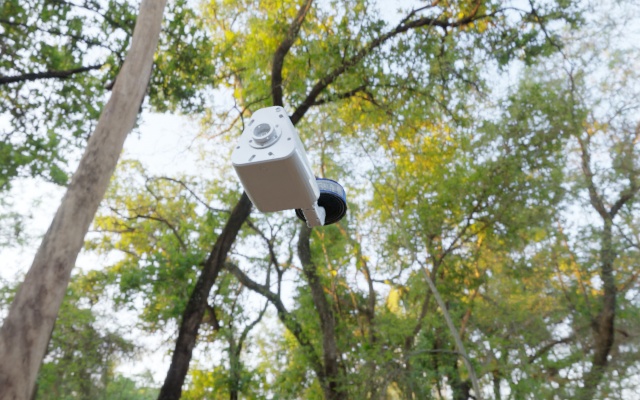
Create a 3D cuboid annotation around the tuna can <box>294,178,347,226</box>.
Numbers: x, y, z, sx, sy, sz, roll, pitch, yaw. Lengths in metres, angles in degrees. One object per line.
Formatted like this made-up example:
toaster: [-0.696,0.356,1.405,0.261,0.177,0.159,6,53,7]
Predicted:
tuna can: [0.000,0.002,0.784,0.086,0.033,0.086,-1,-40,0]
